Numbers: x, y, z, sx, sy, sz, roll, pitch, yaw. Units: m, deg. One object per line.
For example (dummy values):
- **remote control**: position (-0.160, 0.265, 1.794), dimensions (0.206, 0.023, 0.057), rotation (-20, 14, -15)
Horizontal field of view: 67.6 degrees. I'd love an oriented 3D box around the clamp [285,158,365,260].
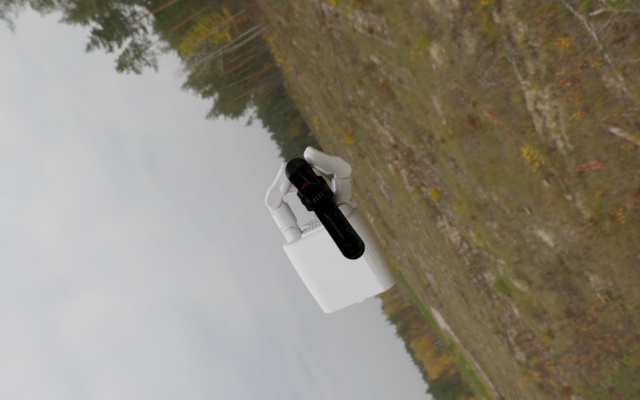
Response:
- **clamp**: position (-0.001, 0.002, 0.531), dimensions (0.039, 0.120, 0.171), rotation (-29, 9, 1)
